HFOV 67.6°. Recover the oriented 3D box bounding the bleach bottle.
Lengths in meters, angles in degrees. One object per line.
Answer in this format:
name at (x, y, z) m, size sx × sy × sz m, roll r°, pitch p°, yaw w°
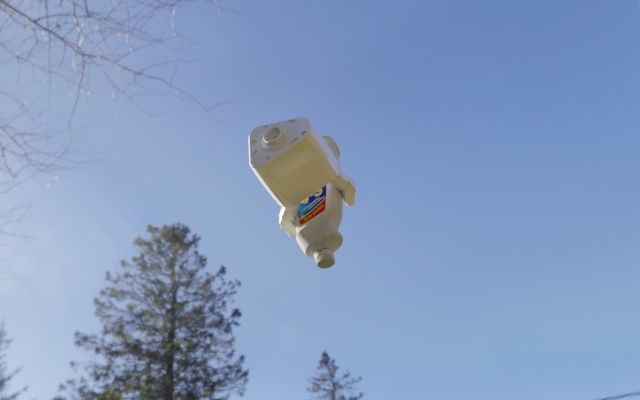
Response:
bleach bottle at (0.000, 0.003, 0.830) m, size 0.102 × 0.250 × 0.068 m, roll -21°, pitch -42°, yaw 13°
